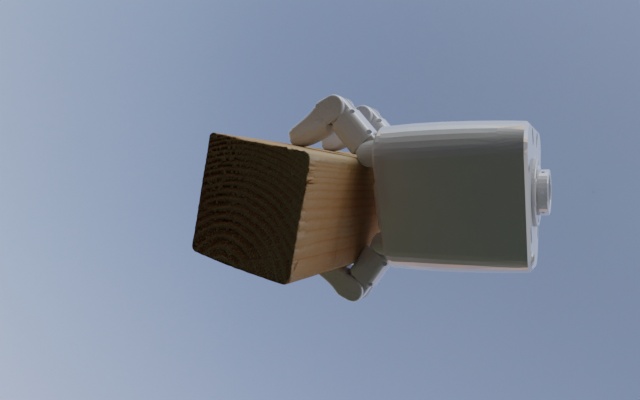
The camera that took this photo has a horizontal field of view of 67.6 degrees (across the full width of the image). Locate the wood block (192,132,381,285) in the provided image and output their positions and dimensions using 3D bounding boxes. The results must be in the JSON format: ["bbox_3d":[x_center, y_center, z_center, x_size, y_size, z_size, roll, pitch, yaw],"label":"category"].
[{"bbox_3d":[0.000,0.002,0.414,0.090,0.091,0.206,14,8,29],"label":"wood block"}]
